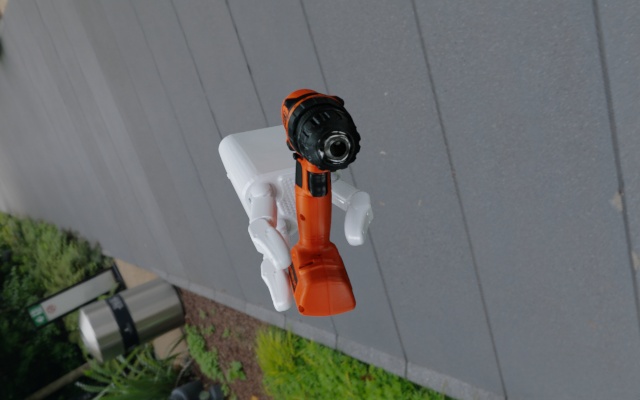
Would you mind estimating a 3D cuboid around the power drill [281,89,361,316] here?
[{"bbox_3d":[0.000,0.002,0.417,0.057,0.188,0.184,-3,19,-7],"label":"power drill"}]
